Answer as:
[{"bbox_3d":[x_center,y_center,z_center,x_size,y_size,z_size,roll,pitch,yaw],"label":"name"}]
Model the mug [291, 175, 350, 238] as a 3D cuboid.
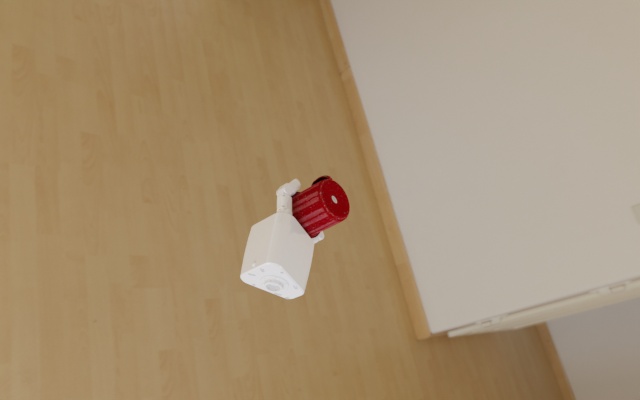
[{"bbox_3d":[0.001,0.002,0.879,0.081,0.117,0.093,-27,-51,36],"label":"mug"}]
